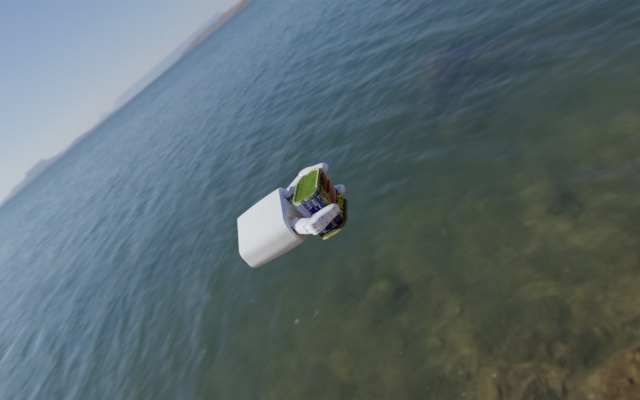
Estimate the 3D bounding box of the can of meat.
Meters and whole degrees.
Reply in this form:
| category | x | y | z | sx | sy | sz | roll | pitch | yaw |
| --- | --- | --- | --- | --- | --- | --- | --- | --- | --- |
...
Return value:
| category | x | y | z | sx | sy | sz | roll | pitch | yaw |
| --- | --- | --- | --- | --- | --- | --- | --- | --- | --- |
| can of meat | 0.000 | 0.002 | 0.825 | 0.057 | 0.084 | 0.102 | -31 | 24 | 20 |
